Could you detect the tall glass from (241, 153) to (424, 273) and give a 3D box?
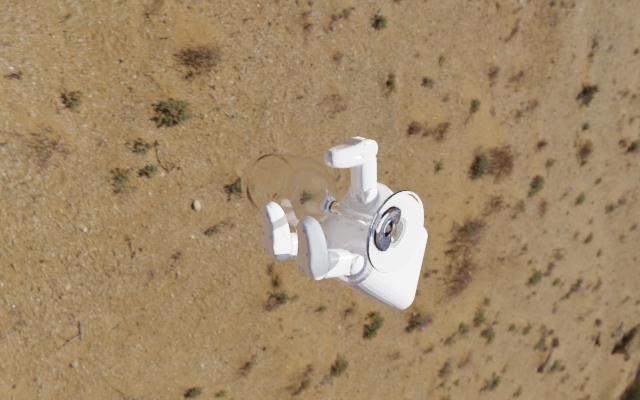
[{"bbox_3d":[0.000,0.002,0.477,0.079,0.079,0.201,0,15,-43],"label":"tall glass"}]
